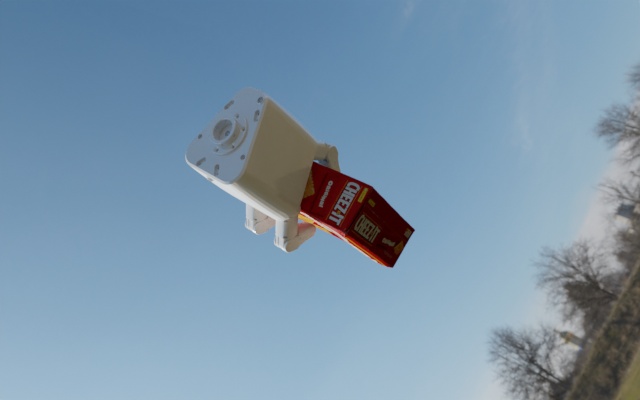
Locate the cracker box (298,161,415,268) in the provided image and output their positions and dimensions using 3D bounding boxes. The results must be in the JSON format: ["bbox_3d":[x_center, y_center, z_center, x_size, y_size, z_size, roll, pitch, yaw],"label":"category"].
[{"bbox_3d":[0.000,0.002,0.648,0.213,0.072,0.164,27,-6,35],"label":"cracker box"}]
